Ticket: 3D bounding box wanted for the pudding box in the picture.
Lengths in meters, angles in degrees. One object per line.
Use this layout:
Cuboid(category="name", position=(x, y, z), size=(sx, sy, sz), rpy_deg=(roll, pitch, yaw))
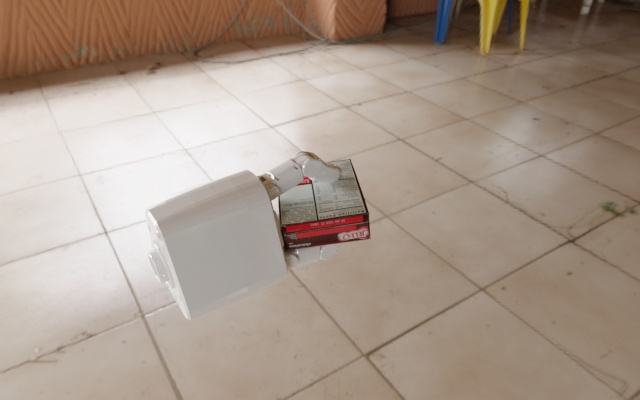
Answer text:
Cuboid(category="pudding box", position=(0.000, 0.002, 0.515), size=(0.090, 0.039, 0.113), rpy_deg=(-7, 37, -2))
